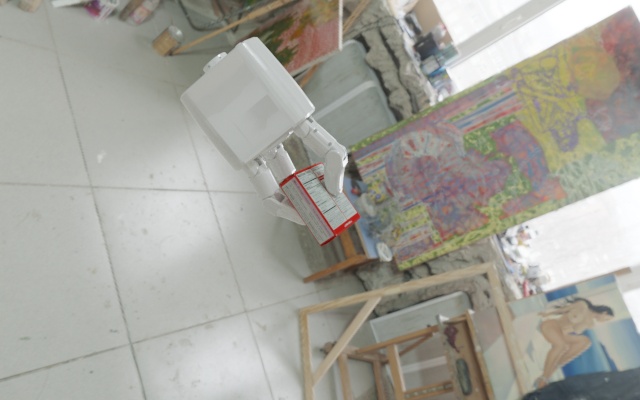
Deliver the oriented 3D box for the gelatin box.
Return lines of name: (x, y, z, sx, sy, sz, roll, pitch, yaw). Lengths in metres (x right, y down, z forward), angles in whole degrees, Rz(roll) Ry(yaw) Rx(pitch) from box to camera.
gelatin box: (0.001, 0.002, 0.571, 0.030, 0.089, 0.073, -37, -3, 31)
